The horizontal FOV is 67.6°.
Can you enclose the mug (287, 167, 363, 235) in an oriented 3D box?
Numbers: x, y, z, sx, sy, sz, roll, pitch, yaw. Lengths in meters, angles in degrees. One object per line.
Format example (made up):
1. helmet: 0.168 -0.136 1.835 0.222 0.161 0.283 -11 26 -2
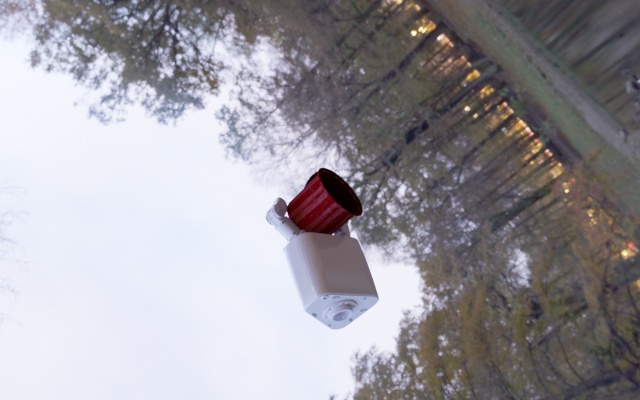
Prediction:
1. mug: 0.000 0.001 0.734 0.081 0.117 0.093 -42 -46 23
